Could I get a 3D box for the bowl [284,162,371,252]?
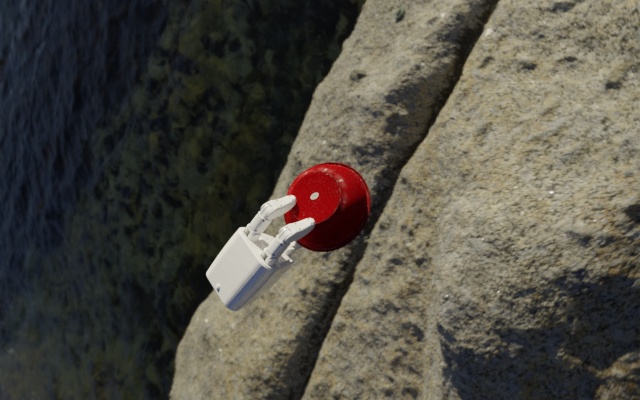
[{"bbox_3d":[0.001,0.001,0.802,0.162,0.162,0.055,0,-17,23],"label":"bowl"}]
